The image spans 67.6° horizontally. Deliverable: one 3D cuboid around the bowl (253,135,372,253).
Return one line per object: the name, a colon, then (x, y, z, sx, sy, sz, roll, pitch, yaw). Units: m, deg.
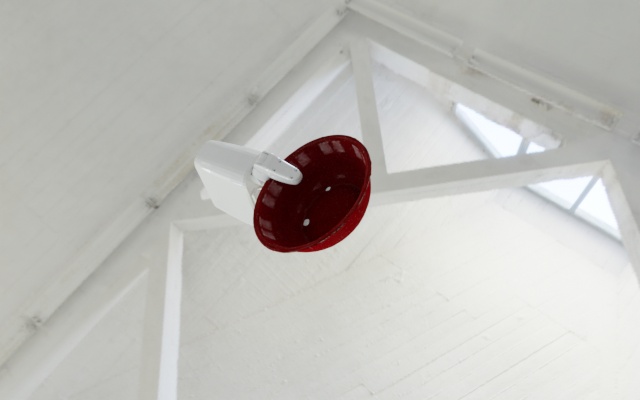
bowl: (0.001, 0.003, 0.559, 0.162, 0.162, 0.055, 0, -33, 41)
